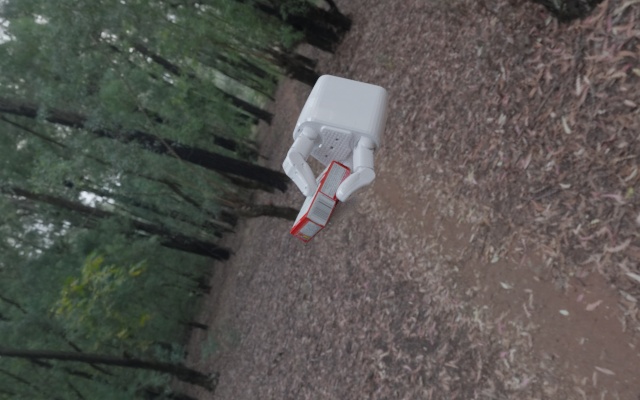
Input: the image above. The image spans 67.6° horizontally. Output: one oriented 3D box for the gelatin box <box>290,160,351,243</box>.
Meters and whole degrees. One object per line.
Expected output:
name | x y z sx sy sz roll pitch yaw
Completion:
gelatin box | 0.000 0.002 0.604 0.030 0.089 0.073 29 -26 -7
